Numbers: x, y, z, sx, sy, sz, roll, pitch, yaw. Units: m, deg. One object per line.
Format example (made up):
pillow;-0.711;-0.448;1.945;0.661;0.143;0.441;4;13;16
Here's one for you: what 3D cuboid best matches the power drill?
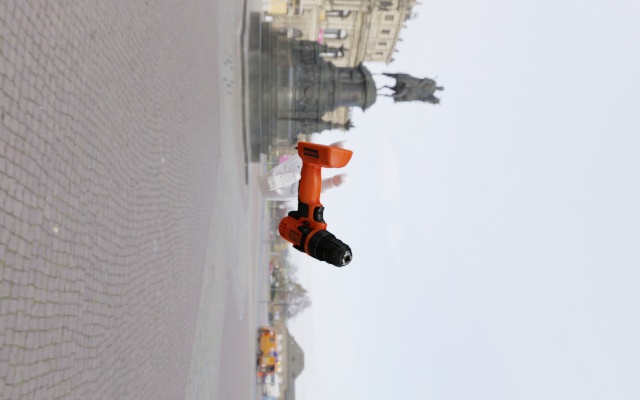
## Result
power drill;0.000;0.002;0.790;0.057;0.188;0.184;4;11;-39
